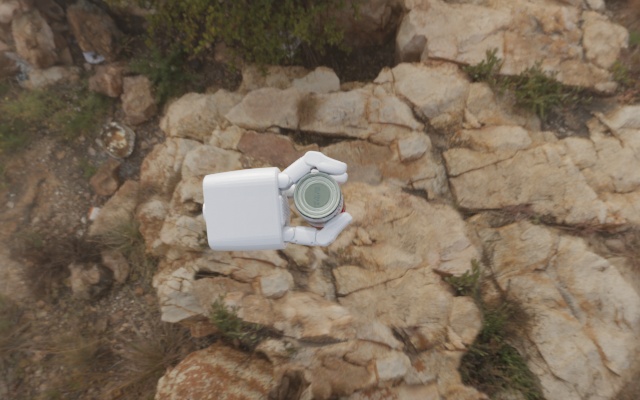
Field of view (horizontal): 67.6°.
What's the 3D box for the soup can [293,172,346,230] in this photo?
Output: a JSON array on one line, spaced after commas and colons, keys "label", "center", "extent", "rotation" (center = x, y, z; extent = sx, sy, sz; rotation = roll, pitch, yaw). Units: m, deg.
[{"label": "soup can", "center": [0.001, 0.002, 0.696], "extent": [0.068, 0.068, 0.102], "rotation": [0, -12, 6]}]
